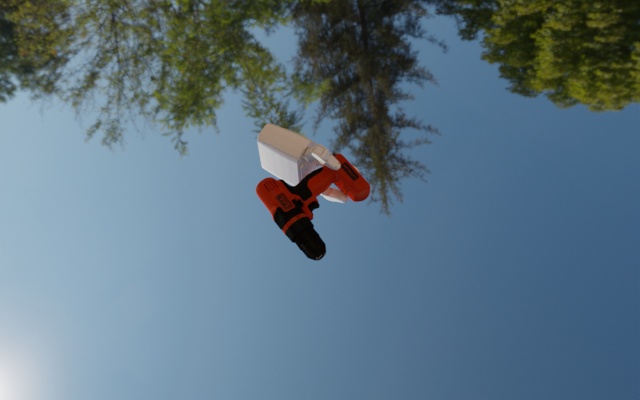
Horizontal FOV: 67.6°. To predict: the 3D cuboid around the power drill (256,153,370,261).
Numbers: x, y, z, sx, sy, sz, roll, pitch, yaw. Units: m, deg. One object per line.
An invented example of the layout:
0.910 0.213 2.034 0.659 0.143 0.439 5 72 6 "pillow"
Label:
0.000 0.003 0.887 0.187 0.184 0.057 -29 -21 -28 "power drill"
